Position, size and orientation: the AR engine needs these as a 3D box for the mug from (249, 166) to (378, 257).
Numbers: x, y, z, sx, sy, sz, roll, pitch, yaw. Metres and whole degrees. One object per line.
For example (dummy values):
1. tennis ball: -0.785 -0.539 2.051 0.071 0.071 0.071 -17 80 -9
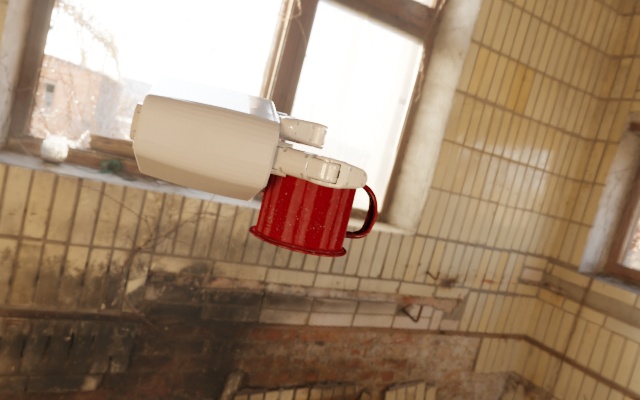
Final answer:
1. mug: 0.001 0.002 0.443 0.117 0.081 0.093 12 6 -17
